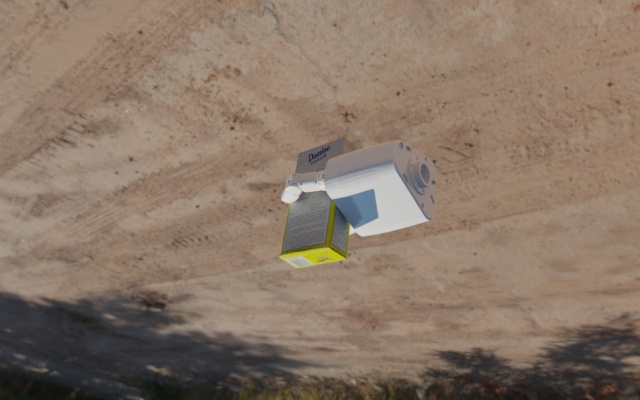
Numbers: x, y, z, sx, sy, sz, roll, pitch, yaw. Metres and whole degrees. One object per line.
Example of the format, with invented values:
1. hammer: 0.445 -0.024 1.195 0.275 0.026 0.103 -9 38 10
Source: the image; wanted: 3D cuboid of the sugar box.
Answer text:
1. sugar box: 0.001 0.003 0.679 0.093 0.176 0.048 -15 -39 37
